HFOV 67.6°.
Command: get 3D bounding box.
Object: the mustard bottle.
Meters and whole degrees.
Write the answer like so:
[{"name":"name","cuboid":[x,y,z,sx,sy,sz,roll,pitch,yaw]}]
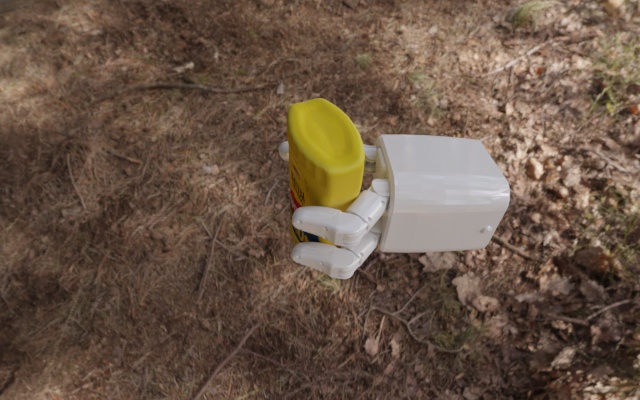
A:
[{"name":"mustard bottle","cuboid":[0.000,0.001,0.473,0.058,0.096,0.192,-18,-36,-17]}]
